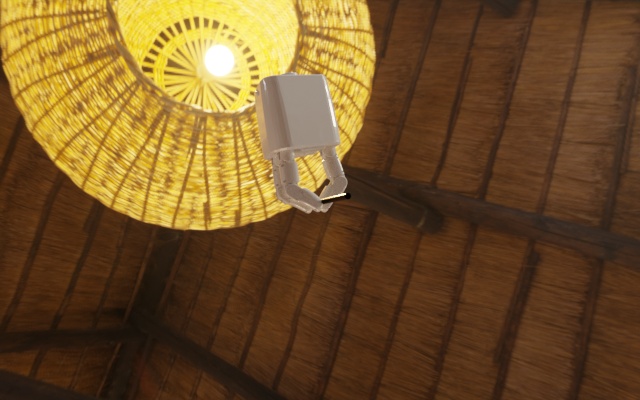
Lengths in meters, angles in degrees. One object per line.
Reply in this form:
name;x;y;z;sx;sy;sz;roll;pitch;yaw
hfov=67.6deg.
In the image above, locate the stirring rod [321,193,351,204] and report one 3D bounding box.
stirring rod;0.000;0.002;0.687;0.011;0.011;0.239;0;-4;-16
